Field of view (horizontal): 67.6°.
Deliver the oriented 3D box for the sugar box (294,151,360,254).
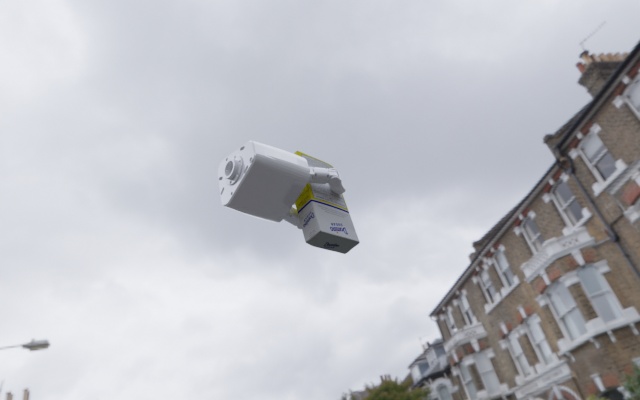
[{"bbox_3d":[0.000,0.003,0.824,0.093,0.176,0.048,19,-47,-39],"label":"sugar box"}]
